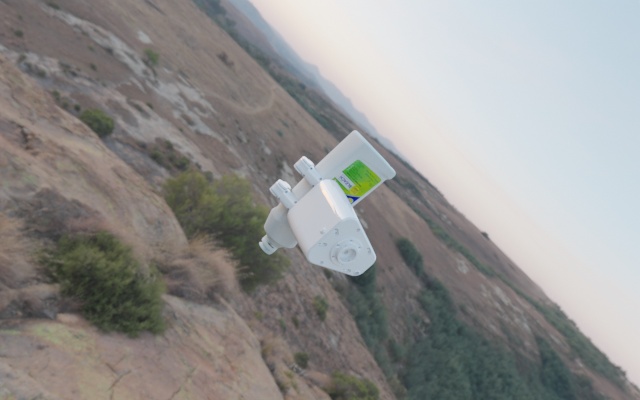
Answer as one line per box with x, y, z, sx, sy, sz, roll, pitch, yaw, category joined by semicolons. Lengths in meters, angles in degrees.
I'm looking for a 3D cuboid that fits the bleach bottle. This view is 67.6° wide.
0.000;0.003;0.803;0.103;0.251;0.068;40;12;-34;bleach bottle
